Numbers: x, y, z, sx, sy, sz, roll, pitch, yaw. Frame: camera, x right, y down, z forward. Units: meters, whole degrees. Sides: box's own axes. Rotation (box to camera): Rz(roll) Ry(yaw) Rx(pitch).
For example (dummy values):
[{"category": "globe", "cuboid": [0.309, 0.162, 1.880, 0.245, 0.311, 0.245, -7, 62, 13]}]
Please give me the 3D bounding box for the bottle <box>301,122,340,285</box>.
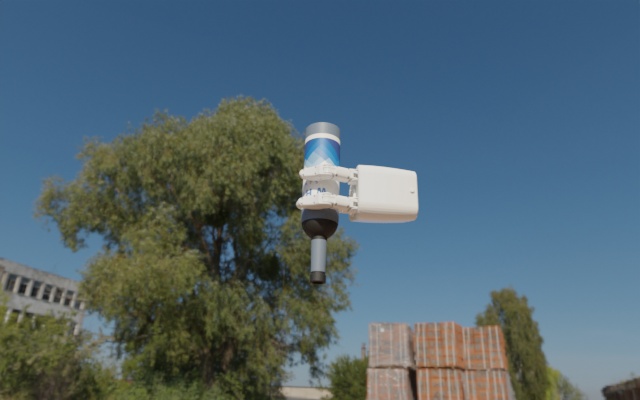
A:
[{"category": "bottle", "cuboid": [0.000, 0.003, 0.858, 0.069, 0.295, 0.069, 2, -23, 1]}]
